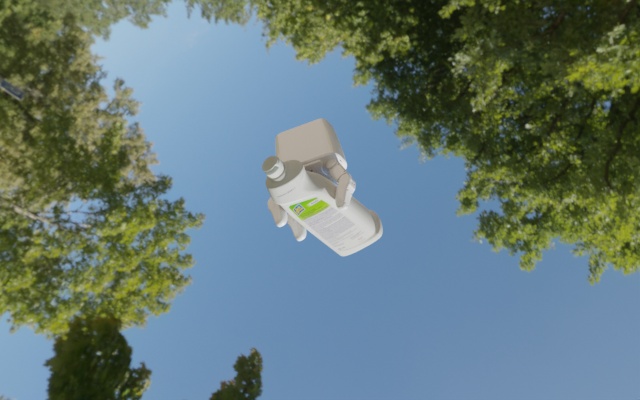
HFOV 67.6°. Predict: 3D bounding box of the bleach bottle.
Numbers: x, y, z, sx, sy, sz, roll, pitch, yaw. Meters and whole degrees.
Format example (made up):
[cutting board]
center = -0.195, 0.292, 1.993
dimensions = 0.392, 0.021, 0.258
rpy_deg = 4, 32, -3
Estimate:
[bleach bottle]
center = 0.000, 0.003, 0.792
dimensions = 0.102, 0.068, 0.251
rpy_deg = -31, -46, 18
